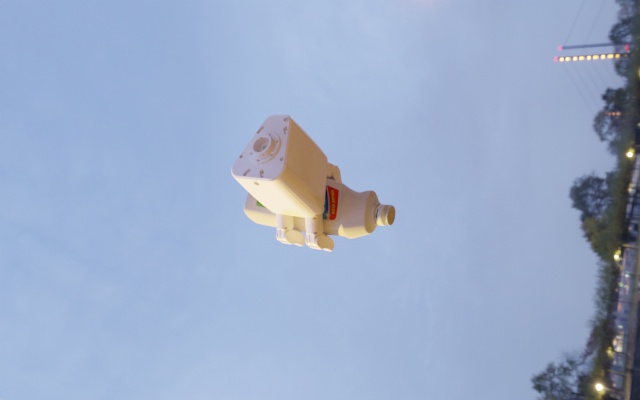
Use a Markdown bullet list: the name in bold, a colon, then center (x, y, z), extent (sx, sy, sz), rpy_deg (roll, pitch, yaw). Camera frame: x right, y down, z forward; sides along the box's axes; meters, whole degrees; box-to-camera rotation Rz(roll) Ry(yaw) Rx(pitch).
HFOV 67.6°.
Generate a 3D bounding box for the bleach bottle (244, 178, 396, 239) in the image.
- **bleach bottle**: center (0.000, 0.003, 0.753), extent (0.251, 0.102, 0.068), rpy_deg (6, -24, 33)
